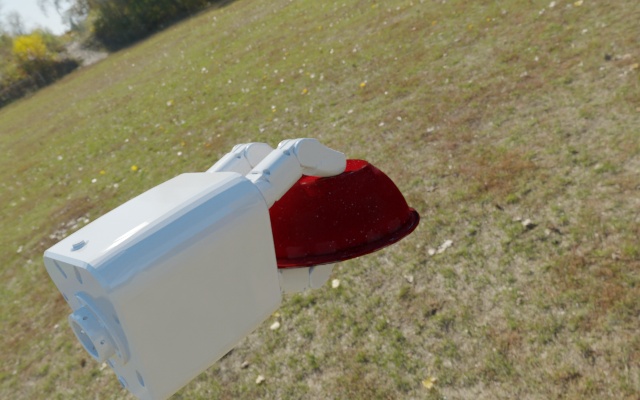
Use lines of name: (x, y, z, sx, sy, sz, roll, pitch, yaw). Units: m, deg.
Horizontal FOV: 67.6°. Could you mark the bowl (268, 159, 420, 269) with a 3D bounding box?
bowl: (0.001, 0.001, 0.407, 0.162, 0.055, 0.162, -10, 13, 2)
